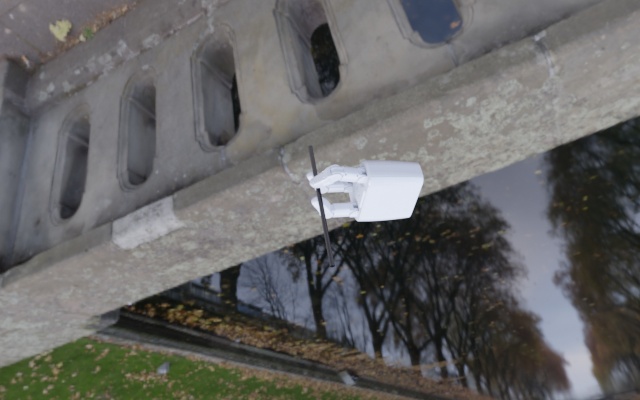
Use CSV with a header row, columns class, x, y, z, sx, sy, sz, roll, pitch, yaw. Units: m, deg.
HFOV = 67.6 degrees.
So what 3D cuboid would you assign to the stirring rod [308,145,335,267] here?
class,x,y,z,sx,sy,sz,roll,pitch,yaw
stirring rod,0.000,0.003,0.817,0.011,0.239,0.011,-8,-31,-5
